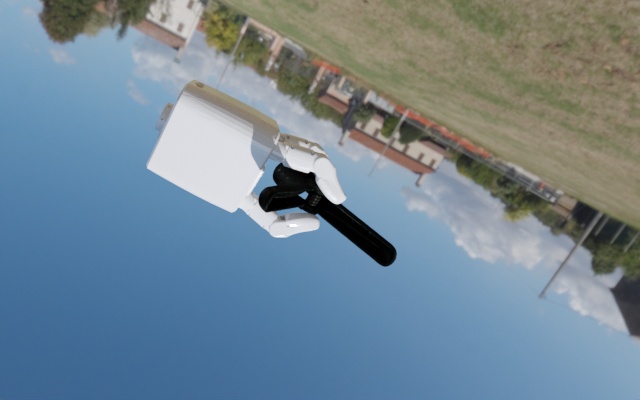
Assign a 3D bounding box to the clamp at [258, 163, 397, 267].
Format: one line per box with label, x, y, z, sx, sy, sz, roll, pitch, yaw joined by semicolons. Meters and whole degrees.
clamp;-0.001;0.002;0.566;0.164;0.036;0.210;29;13;-16
